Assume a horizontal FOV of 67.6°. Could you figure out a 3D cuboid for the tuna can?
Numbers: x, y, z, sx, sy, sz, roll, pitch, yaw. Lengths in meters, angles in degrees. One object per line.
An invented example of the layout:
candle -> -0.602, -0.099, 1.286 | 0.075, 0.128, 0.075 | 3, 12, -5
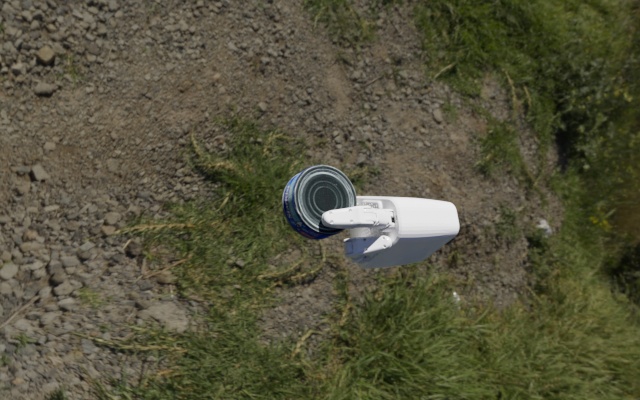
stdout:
tuna can -> 0.000, 0.002, 0.566 | 0.086, 0.086, 0.034 | 0, -12, -28
